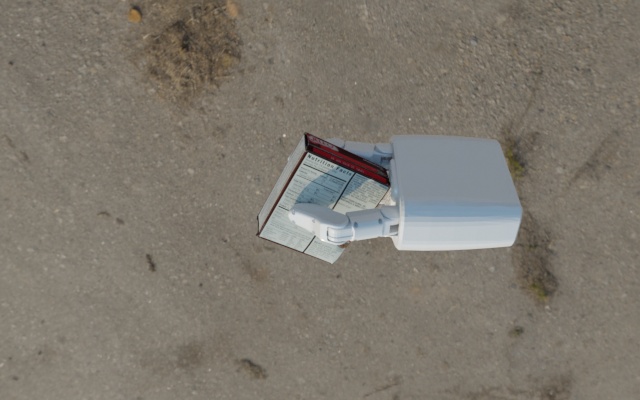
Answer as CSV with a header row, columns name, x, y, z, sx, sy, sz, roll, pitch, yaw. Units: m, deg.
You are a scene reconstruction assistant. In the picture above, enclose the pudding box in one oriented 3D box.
name,x,y,z,sx,sy,sz,roll,pitch,yaw
pudding box,0.000,0.002,0.462,0.090,0.113,0.039,23,29,-17
